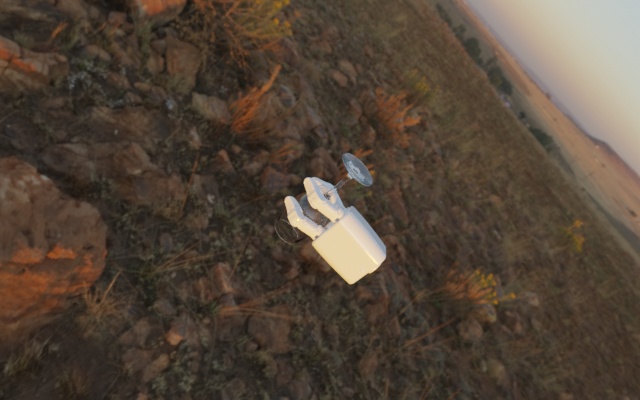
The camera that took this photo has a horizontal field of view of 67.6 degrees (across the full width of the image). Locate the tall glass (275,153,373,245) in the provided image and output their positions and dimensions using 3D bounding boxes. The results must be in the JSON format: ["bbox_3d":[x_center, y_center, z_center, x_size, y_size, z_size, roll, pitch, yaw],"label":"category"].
[{"bbox_3d":[0.001,0.002,0.893,0.201,0.079,0.079,-41,-22,27],"label":"tall glass"}]
